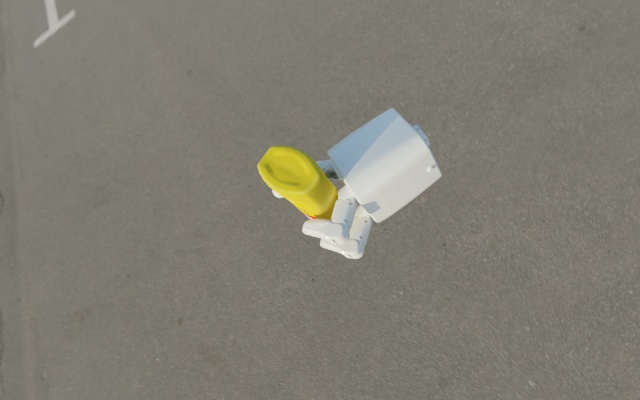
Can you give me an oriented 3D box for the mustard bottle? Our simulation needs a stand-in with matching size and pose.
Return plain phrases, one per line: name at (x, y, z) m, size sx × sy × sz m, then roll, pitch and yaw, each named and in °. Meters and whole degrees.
mustard bottle at (0.000, 0.002, 0.638) m, size 0.096 × 0.058 × 0.192 m, roll 29°, pitch -9°, yaw 36°
